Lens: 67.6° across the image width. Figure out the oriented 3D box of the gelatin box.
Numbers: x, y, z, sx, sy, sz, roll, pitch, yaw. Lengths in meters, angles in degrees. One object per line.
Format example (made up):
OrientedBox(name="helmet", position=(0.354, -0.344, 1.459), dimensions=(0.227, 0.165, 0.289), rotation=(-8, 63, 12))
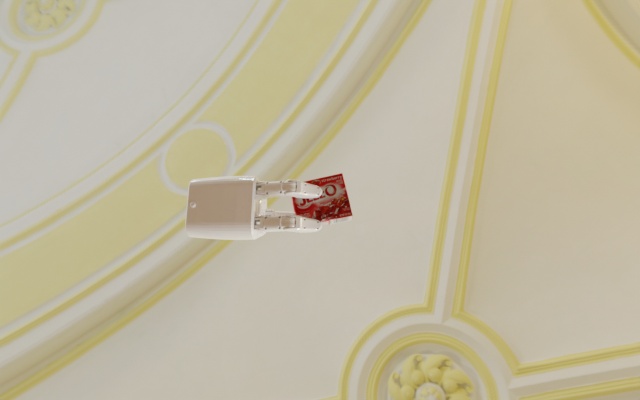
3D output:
OrientedBox(name="gelatin box", position=(0.000, 0.003, 0.759), dimensions=(0.089, 0.073, 0.030), rotation=(-12, -17, -4))
